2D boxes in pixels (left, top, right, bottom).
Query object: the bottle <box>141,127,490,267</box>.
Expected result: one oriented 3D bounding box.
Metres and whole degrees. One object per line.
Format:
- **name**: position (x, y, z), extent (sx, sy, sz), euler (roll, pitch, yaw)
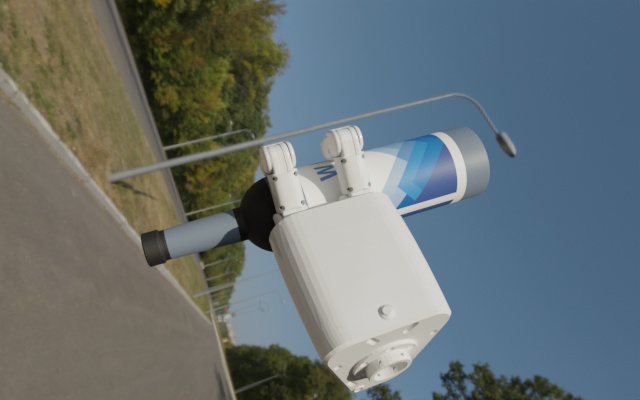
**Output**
- **bottle**: position (0.000, 0.001, 0.411), extent (0.295, 0.069, 0.069), euler (-15, 4, -14)
